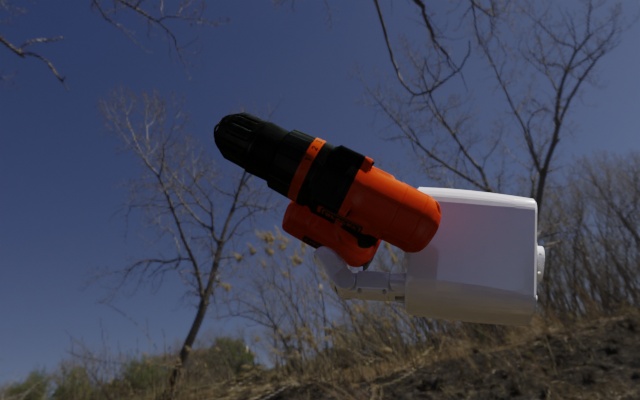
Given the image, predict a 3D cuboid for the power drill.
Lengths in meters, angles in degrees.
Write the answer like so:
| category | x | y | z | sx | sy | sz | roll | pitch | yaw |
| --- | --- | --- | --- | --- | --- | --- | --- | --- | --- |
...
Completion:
| category | x | y | z | sx | sy | sz | roll | pitch | yaw |
| --- | --- | --- | --- | --- | --- | --- | --- | --- | --- |
| power drill | 0.000 | 0.002 | 0.428 | 0.184 | 0.057 | 0.188 | 28 | -12 | 5 |
